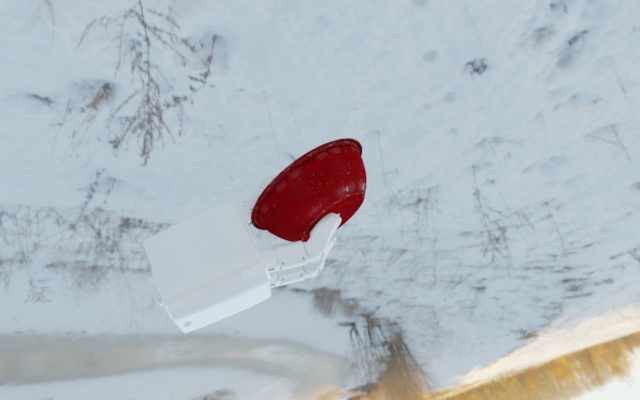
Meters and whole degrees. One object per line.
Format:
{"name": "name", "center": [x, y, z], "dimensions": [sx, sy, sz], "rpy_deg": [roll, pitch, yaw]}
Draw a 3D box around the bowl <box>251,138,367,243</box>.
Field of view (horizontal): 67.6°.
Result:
{"name": "bowl", "center": [0.001, 0.001, 0.567], "dimensions": [0.162, 0.055, 0.162], "rpy_deg": [-33, -20, -14]}
